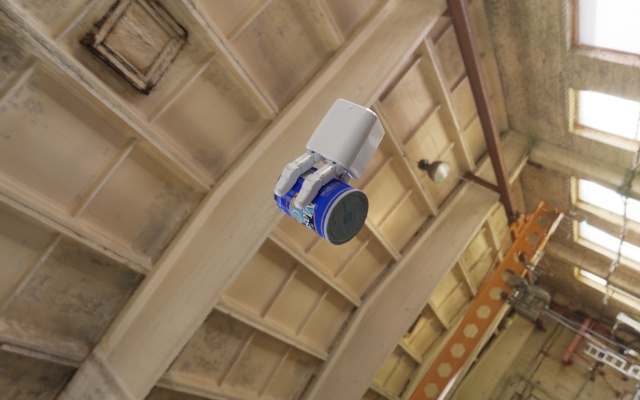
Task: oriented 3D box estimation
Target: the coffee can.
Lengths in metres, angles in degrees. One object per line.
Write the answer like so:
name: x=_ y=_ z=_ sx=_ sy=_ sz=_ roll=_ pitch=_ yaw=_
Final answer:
coffee can: x=0.000 y=0.003 z=0.847 sx=0.140 sy=0.103 sz=0.103 roll=30 pitch=20 yaw=38
